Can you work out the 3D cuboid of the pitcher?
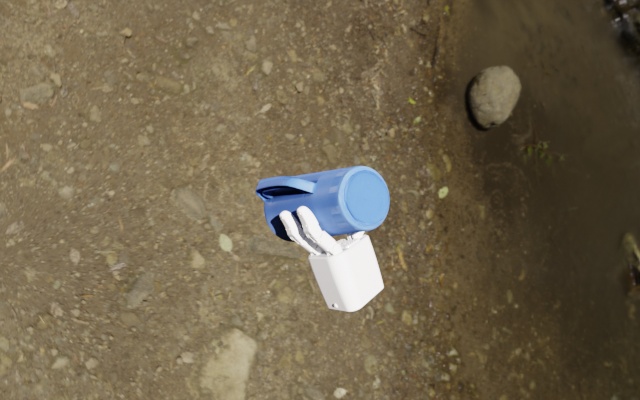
[{"bbox_3d":[0.000,0.003,0.867,0.149,0.145,0.243,-23,8,-34],"label":"pitcher"}]
